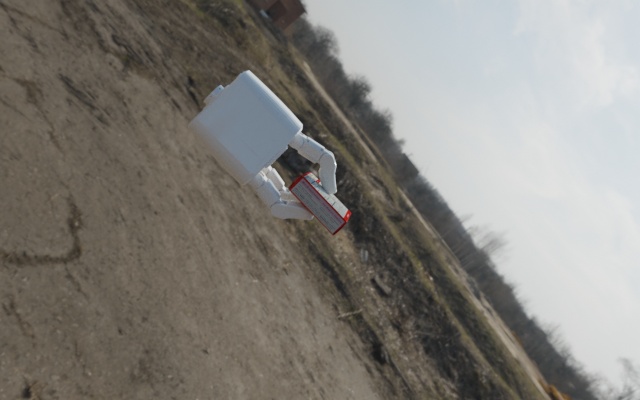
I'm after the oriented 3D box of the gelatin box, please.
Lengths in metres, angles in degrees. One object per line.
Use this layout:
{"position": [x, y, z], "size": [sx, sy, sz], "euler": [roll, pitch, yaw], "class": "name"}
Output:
{"position": [0.001, 0.002, 0.661], "size": [0.030, 0.089, 0.073], "euler": [-45, 0, 11], "class": "gelatin box"}
